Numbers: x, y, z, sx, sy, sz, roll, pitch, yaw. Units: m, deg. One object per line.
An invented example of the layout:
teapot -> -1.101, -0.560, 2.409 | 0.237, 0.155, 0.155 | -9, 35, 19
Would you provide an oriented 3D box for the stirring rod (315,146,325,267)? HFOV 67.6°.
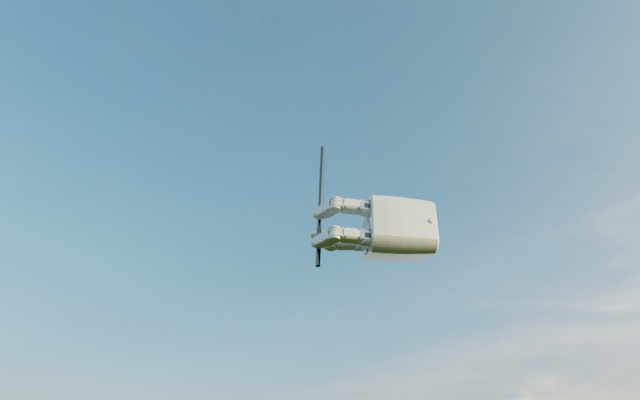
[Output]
stirring rod -> 0.000, 0.003, 0.817 | 0.011, 0.239, 0.011 | 2, -33, 1
